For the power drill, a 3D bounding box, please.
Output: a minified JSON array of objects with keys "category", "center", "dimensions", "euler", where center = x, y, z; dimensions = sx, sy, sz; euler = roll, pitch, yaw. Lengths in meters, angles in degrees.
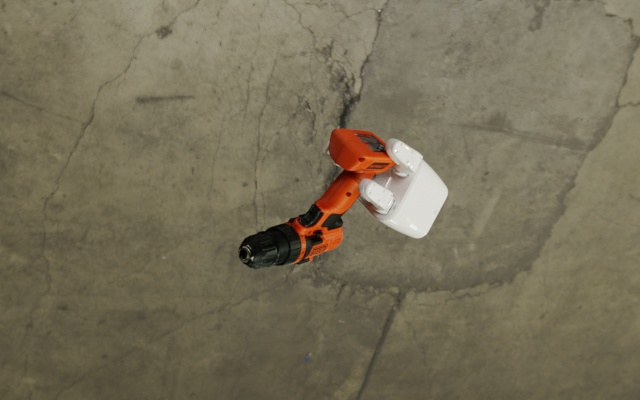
[{"category":"power drill","center":[0.001,0.002,0.580],"dimensions":[0.057,0.188,0.184],"euler":[46,28,20]}]
